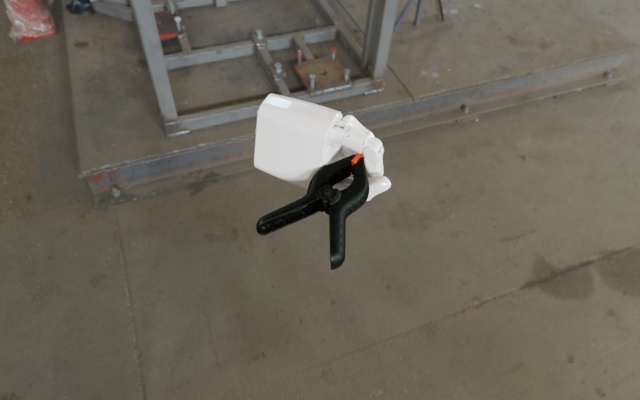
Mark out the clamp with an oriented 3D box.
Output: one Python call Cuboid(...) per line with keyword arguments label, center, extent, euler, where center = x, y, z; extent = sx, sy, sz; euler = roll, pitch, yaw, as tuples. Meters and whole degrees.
Cuboid(label="clamp", center=(0.000, 0.002, 0.607), extent=(0.120, 0.171, 0.039), euler=(19, -37, 14))
